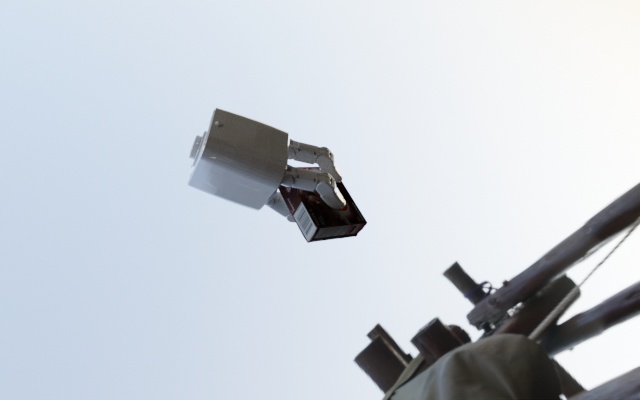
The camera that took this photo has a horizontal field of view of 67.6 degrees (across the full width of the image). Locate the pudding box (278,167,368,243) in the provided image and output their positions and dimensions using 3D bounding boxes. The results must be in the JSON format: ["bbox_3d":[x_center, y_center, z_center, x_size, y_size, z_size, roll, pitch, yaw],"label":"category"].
[{"bbox_3d":[0.000,0.002,0.672,0.090,0.113,0.039,-5,-36,-37],"label":"pudding box"}]
